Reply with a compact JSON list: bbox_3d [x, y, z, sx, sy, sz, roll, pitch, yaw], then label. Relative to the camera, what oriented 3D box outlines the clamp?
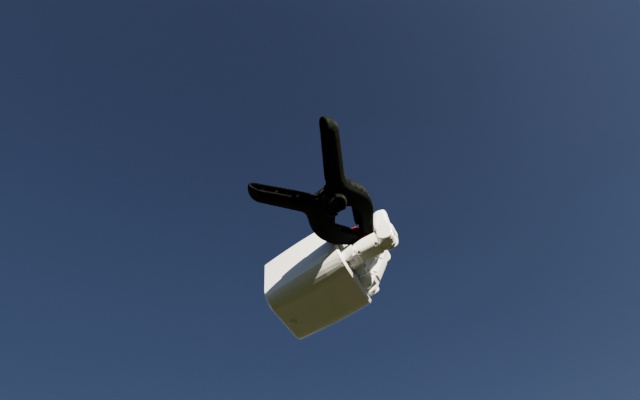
[{"bbox_3d":[0.000,0.002,0.547,0.120,0.171,0.039,-32,30,1],"label":"clamp"}]
